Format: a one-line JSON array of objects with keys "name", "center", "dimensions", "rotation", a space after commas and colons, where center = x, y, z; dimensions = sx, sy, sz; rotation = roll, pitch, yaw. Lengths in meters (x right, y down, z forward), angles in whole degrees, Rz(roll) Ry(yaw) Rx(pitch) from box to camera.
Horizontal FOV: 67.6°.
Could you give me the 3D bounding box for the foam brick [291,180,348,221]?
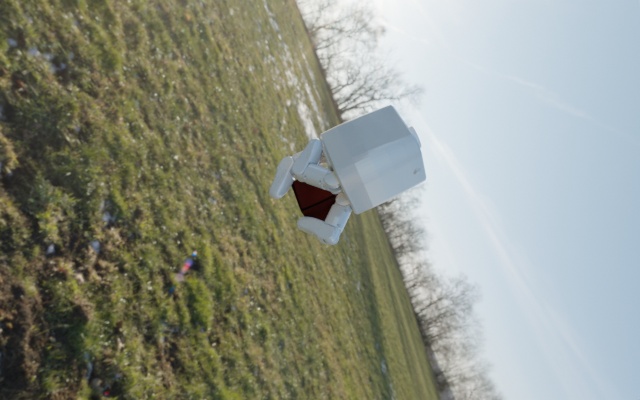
[{"name": "foam brick", "center": [0.000, 0.002, 0.671], "dimensions": [0.051, 0.053, 0.078], "rotation": [-25, -32, 4]}]
